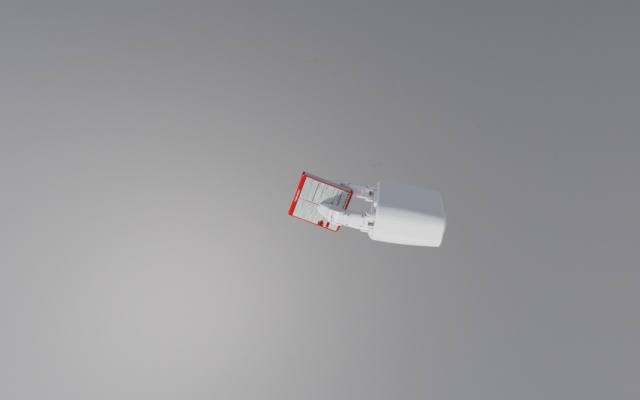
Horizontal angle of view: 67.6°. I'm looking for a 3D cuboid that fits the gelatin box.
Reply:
[{"bbox_3d":[0.000,0.003,0.785,0.089,0.073,0.030,20,15,-4],"label":"gelatin box"}]
